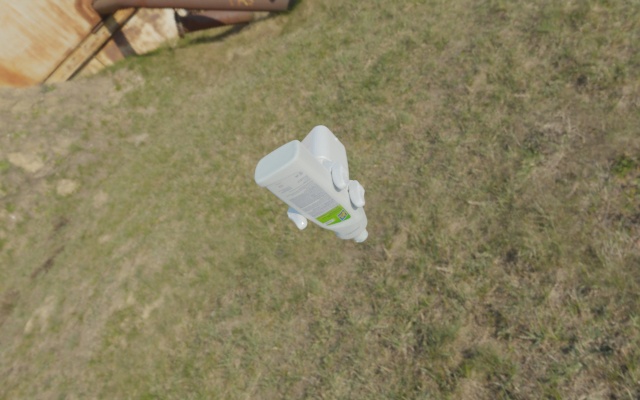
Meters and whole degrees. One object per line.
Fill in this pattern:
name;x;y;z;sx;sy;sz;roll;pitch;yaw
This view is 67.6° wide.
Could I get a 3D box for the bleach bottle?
bleach bottle;0.000;0.003;0.872;0.102;0.068;0.251;-27;-51;25
